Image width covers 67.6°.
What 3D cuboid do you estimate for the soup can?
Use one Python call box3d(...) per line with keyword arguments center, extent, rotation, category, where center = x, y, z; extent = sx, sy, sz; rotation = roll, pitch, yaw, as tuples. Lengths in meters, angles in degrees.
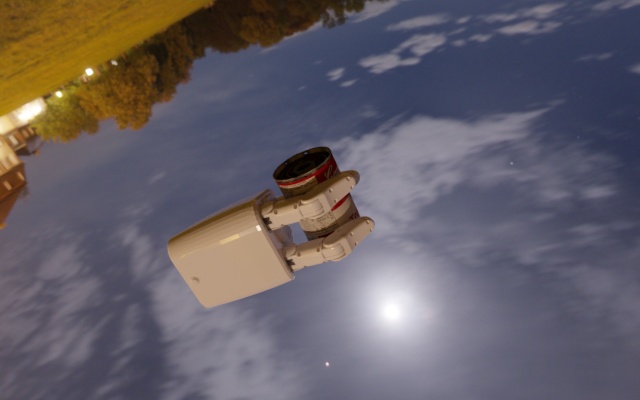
box3d(center=(0.001, 0.002, 0.524), extent=(0.068, 0.102, 0.068), rotation=(-21, 25, 10), category="soup can")
